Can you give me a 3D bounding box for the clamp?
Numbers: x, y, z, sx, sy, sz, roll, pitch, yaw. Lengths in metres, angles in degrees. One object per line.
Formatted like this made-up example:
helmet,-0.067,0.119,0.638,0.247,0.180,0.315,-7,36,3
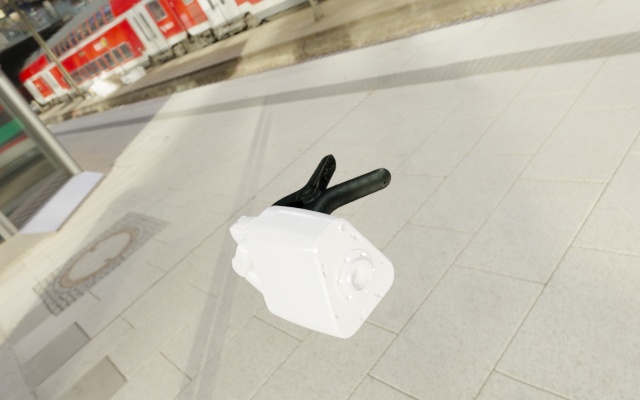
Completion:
clamp,0.000,0.001,0.564,0.120,0.039,0.171,6,43,49
